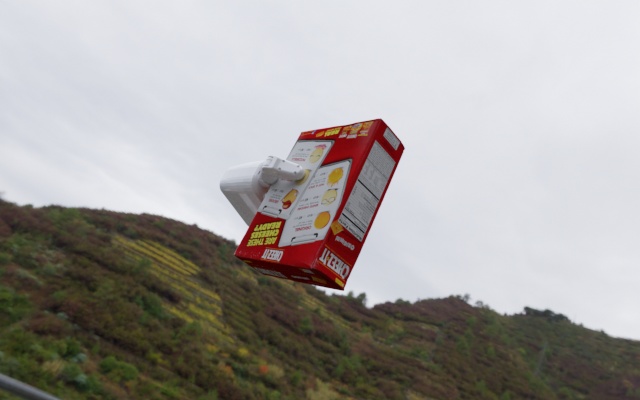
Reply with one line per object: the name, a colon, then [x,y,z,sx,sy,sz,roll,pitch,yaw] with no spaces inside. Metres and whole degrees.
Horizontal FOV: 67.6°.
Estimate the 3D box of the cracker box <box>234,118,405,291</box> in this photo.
cracker box: [0.000,0.002,0.634,0.164,0.213,0.072,0,-32,49]
